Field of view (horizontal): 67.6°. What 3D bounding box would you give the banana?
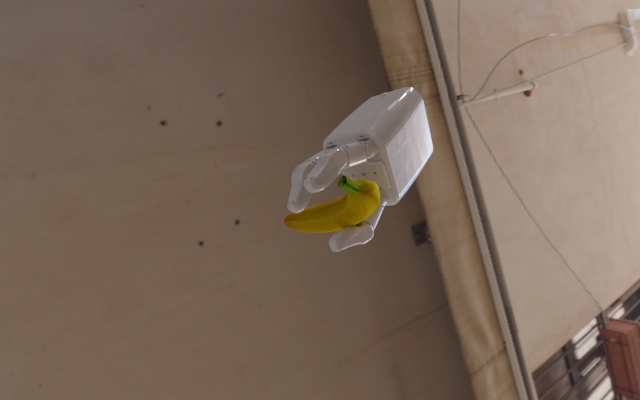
[{"bbox_3d":[0.018,0.008,0.560,0.069,0.037,0.198,22,-23,-15],"label":"banana"}]
